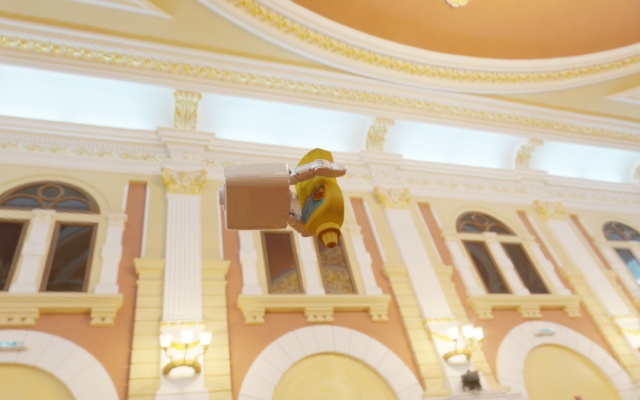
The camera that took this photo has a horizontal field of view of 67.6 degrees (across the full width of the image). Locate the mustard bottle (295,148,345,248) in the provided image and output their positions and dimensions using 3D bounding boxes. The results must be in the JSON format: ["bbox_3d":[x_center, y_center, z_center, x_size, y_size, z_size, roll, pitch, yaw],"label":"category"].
[{"bbox_3d":[0.000,0.003,0.833,0.058,0.191,0.096,16,-50,-29],"label":"mustard bottle"}]
